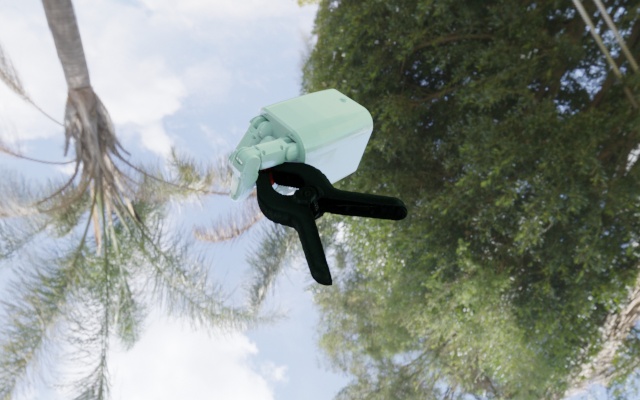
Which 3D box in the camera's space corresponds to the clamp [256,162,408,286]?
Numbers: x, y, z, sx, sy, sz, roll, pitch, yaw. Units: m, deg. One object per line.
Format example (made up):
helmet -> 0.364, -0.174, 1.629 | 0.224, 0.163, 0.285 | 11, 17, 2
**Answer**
clamp -> 0.000, 0.002, 0.491 | 0.120, 0.039, 0.171 | -27, 51, -25
